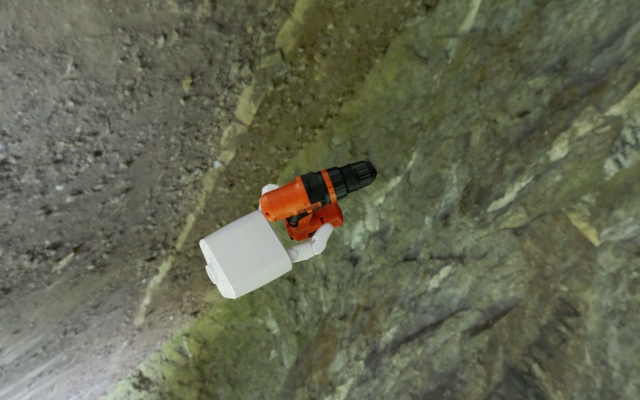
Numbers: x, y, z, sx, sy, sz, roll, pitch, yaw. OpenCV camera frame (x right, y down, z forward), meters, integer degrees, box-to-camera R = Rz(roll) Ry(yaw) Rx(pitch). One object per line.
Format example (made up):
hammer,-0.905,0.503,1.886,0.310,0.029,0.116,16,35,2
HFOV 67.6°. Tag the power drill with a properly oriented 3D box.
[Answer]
power drill,0.000,0.003,0.787,0.184,0.057,0.188,-18,-19,-4
